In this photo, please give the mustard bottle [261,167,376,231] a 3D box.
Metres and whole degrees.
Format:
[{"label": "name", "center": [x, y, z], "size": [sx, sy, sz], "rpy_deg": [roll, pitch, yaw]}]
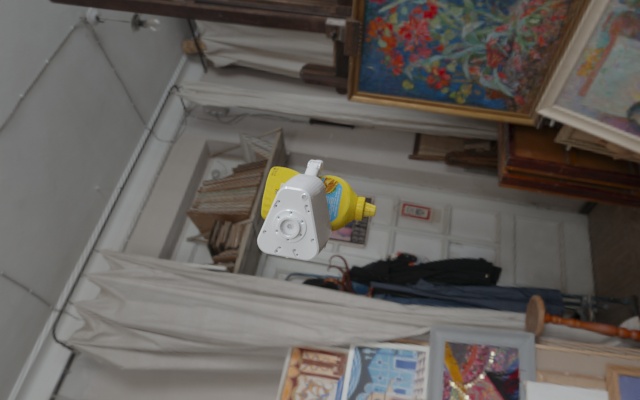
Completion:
[{"label": "mustard bottle", "center": [0.000, 0.003, 0.825], "size": [0.191, 0.096, 0.058], "rpy_deg": [9, -13, 8]}]
